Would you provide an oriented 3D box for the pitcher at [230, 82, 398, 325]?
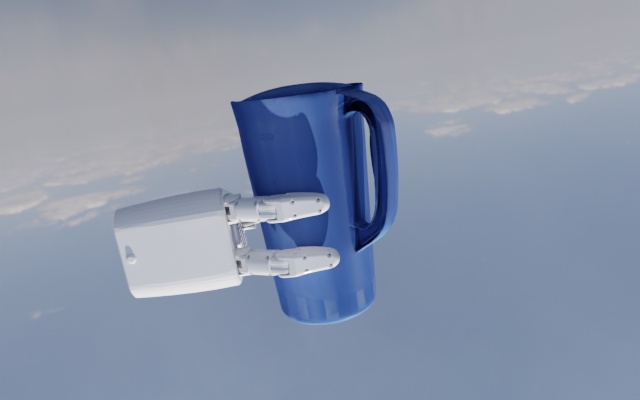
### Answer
[{"bbox_3d":[0.000,0.002,0.497,0.145,0.243,0.149,-10,15,-3],"label":"pitcher"}]
